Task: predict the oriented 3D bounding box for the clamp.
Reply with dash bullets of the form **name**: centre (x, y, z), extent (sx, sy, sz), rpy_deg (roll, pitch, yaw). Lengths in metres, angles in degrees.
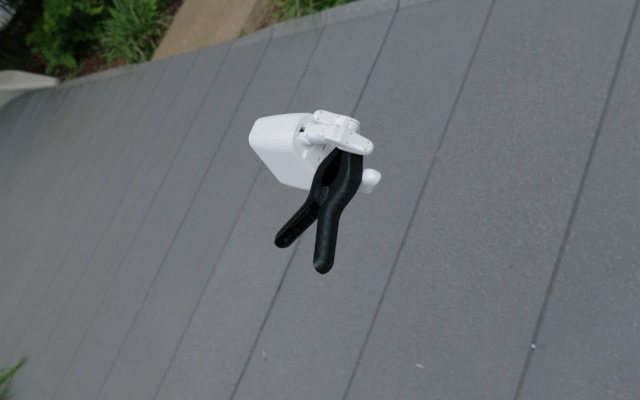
- **clamp**: centre (0.000, 0.002, 0.603), extent (0.120, 0.171, 0.039), rpy_deg (9, -18, 48)
